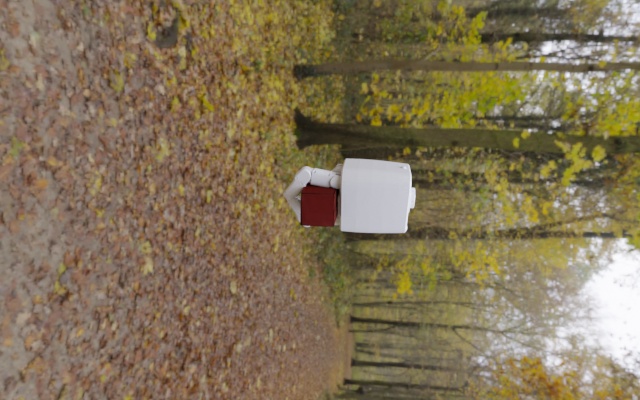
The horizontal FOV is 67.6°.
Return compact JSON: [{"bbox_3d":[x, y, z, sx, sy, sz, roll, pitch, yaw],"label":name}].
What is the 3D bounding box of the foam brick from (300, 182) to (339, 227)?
[{"bbox_3d":[0.000,0.003,0.737,0.051,0.053,0.078,4,19,6],"label":"foam brick"}]
